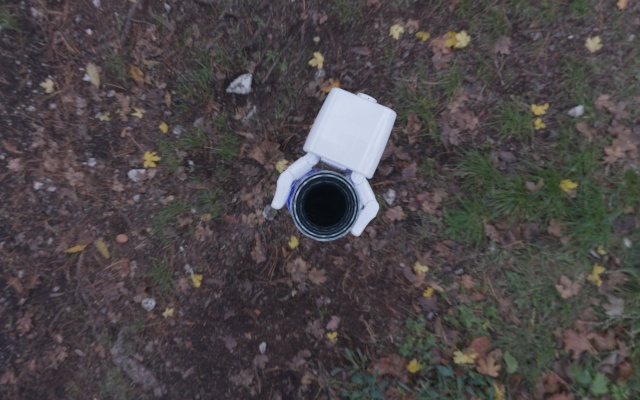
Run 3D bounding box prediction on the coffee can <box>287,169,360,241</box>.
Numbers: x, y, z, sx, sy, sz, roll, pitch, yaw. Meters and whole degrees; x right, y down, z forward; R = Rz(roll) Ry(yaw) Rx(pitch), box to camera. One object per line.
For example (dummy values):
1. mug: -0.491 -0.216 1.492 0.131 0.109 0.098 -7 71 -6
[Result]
1. coffee can: 0.000 0.003 0.755 0.103 0.103 0.140 0 5 -6
